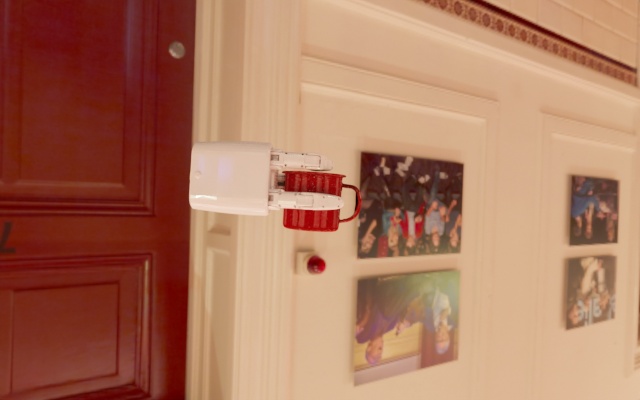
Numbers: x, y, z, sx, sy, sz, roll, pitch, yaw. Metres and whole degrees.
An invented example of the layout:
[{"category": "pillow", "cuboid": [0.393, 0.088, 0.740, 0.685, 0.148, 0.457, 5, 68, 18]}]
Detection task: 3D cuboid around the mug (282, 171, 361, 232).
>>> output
[{"category": "mug", "cuboid": [0.002, 0.003, 0.686, 0.117, 0.081, 0.093, 4, 0, 4]}]
